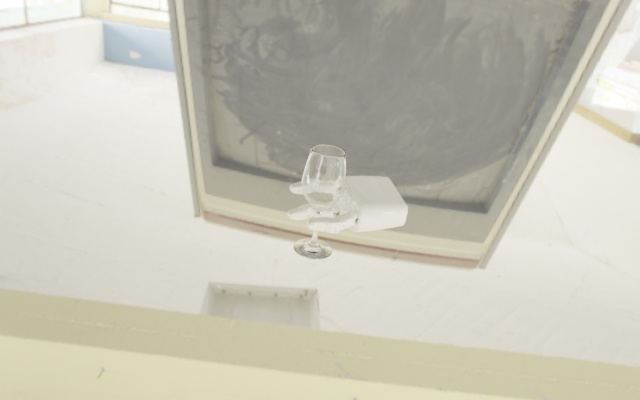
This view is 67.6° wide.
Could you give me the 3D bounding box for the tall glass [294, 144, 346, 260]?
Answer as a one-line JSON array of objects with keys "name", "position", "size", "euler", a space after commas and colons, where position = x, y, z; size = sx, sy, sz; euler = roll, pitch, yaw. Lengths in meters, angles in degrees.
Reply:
[{"name": "tall glass", "position": [0.000, 0.003, 0.863], "size": [0.079, 0.201, 0.079], "euler": [7, 25, -3]}]
